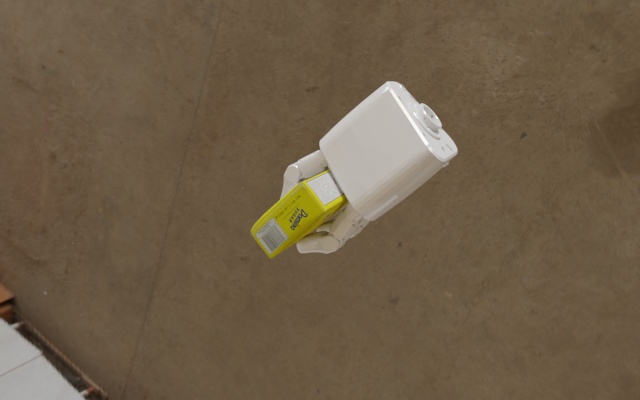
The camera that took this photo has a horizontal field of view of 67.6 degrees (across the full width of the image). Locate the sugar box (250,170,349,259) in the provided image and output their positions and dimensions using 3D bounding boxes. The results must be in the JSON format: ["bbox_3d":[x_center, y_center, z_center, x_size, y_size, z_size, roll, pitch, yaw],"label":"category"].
[{"bbox_3d":[0.000,0.002,0.569,0.093,0.048,0.176,-41,-8,29],"label":"sugar box"}]
